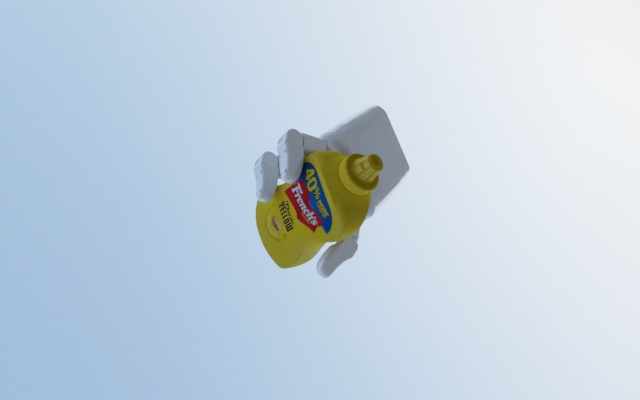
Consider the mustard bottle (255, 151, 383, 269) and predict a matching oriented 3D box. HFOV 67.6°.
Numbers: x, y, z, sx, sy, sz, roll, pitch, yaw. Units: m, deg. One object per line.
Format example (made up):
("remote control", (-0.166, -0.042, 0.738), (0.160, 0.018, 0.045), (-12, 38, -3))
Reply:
("mustard bottle", (0.000, 0.002, 0.513), (0.058, 0.096, 0.192), (-6, -19, -39))
